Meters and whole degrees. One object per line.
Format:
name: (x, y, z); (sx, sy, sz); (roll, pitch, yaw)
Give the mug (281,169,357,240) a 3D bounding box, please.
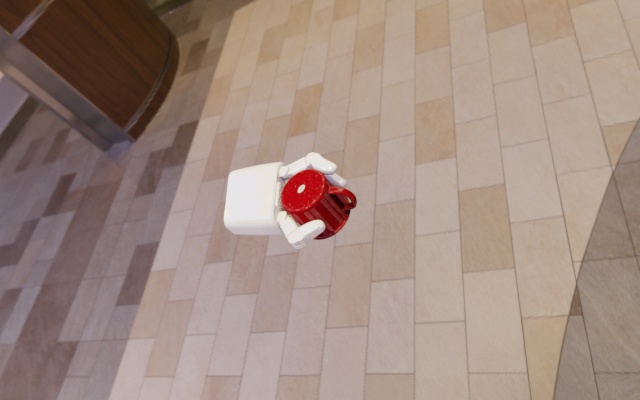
mug: (0.001, 0.002, 0.758); (0.117, 0.093, 0.081); (-6, -34, 29)
